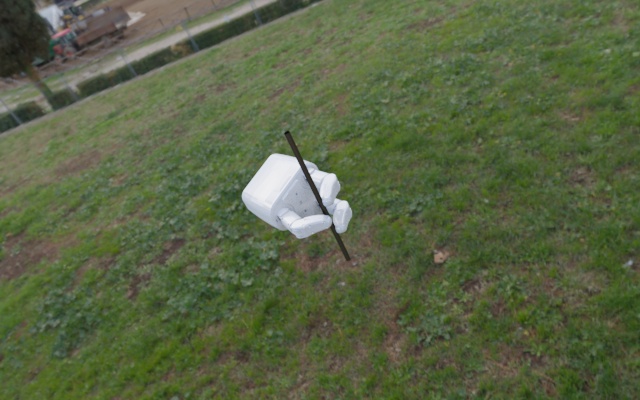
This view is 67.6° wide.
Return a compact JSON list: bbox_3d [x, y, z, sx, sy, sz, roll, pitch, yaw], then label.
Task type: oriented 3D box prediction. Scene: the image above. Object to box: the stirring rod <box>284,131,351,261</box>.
[{"bbox_3d":[0.000,0.002,0.689,0.011,0.240,0.011,-18,34,12],"label":"stirring rod"}]
